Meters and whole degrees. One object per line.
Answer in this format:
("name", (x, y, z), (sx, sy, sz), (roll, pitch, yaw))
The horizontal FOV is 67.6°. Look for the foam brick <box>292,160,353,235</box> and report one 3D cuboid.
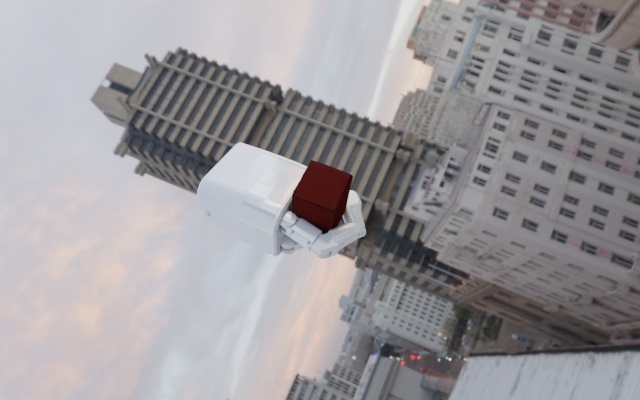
("foam brick", (0.000, 0.002, 0.546), (0.051, 0.053, 0.078), (23, -29, 9))
